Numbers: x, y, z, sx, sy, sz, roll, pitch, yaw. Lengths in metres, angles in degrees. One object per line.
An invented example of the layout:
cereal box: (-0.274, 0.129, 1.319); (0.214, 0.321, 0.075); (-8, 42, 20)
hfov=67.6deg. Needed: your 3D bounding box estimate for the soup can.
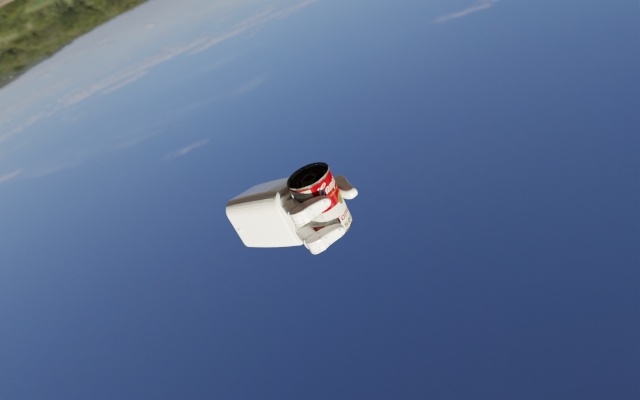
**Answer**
soup can: (0.001, 0.002, 0.728); (0.068, 0.102, 0.068); (-20, 30, 12)
